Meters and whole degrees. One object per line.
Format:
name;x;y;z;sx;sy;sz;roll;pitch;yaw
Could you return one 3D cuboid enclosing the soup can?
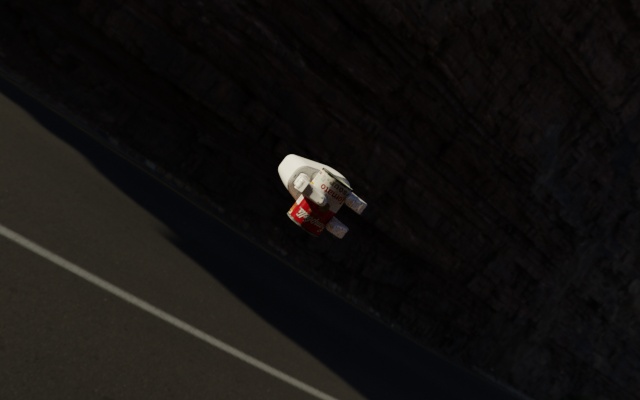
soup can;0.000;0.003;0.824;0.068;0.102;0.068;37;6;-4
